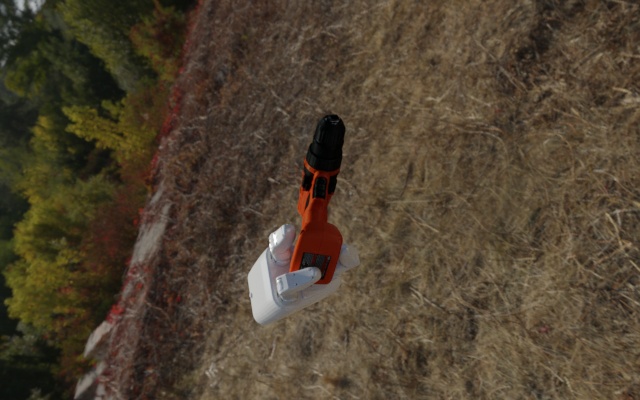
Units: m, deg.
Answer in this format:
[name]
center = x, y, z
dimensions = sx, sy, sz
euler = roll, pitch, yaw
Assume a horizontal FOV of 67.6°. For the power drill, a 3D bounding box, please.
[power drill]
center = 0.000, 0.003, 0.641
dimensions = 0.057, 0.185, 0.187
euler = 8, 43, -4
